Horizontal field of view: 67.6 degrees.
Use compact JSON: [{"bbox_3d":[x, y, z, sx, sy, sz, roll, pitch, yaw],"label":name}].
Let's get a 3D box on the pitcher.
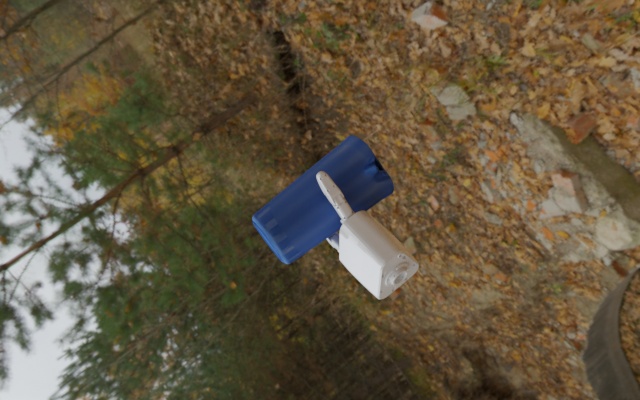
[{"bbox_3d":[0.000,0.003,0.872,0.145,0.243,0.149,45,-13,36],"label":"pitcher"}]
